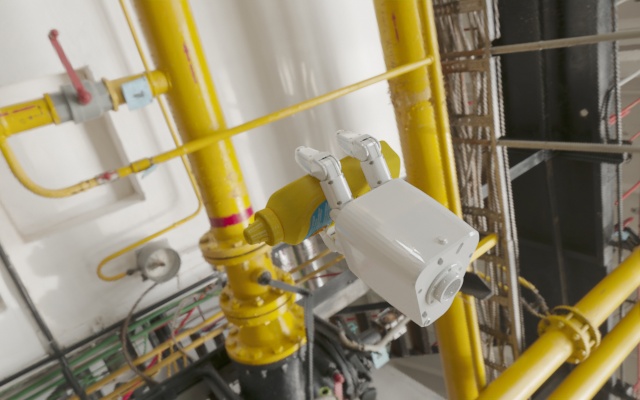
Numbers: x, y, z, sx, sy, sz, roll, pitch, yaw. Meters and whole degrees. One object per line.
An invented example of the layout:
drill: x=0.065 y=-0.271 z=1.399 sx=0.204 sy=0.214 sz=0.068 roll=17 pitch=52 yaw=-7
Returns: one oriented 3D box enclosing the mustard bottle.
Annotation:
mustard bottle: x=0.000 y=0.001 z=0.537 sx=0.191 sy=0.058 sz=0.096 roll=-27 pitch=-22 yaw=-28
